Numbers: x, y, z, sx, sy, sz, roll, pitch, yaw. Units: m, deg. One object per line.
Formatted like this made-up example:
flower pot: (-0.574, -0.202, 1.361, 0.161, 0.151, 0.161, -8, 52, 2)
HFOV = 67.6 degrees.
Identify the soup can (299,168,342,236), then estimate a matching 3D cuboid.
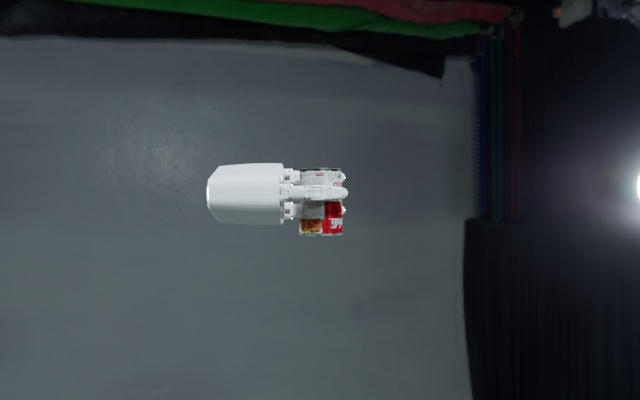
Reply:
soup can: (0.001, 0.002, 0.744, 0.068, 0.102, 0.068, 0, 0, 0)
